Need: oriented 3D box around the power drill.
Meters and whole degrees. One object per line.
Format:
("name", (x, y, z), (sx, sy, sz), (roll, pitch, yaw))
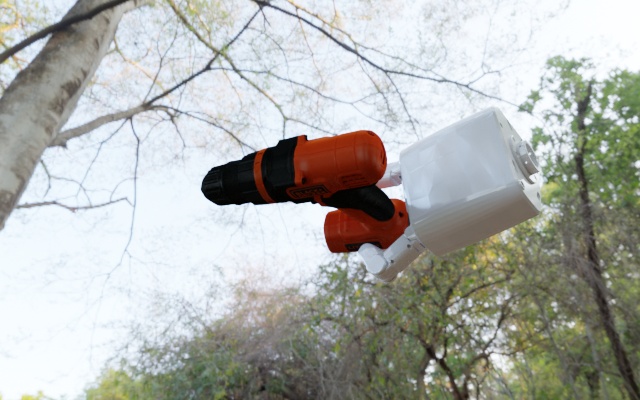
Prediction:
("power drill", (0.001, 0.002, 0.483), (0.184, 0.057, 0.188), (-8, -24, 26))
